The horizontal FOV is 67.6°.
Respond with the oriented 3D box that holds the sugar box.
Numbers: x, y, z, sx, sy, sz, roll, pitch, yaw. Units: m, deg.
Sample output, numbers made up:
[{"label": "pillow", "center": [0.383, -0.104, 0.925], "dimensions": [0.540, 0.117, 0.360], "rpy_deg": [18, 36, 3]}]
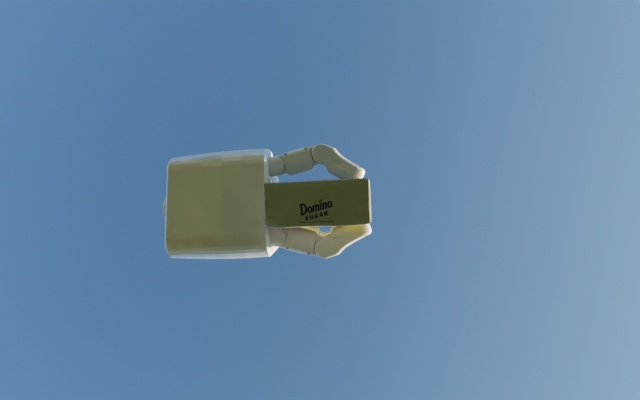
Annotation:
[{"label": "sugar box", "center": [0.000, 0.002, 0.490], "dimensions": [0.093, 0.048, 0.176], "rpy_deg": [-2, 3, 3]}]
